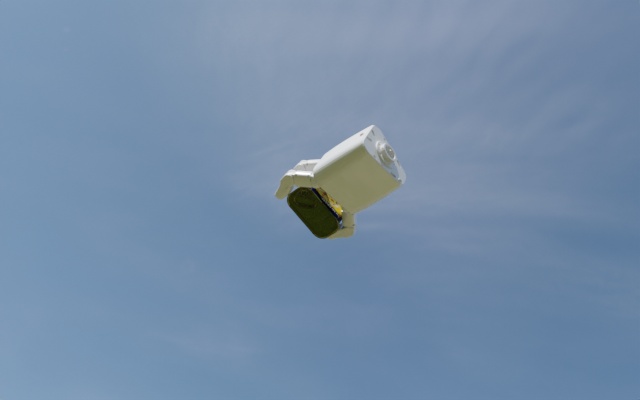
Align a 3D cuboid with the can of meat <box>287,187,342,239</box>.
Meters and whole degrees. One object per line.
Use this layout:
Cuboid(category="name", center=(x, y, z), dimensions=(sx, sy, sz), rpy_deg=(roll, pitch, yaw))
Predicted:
Cuboid(category="can of meat", center=(0.000, 0.003, 0.851), dimensions=(0.057, 0.102, 0.084), rpy_deg=(-34, 12, 34))
